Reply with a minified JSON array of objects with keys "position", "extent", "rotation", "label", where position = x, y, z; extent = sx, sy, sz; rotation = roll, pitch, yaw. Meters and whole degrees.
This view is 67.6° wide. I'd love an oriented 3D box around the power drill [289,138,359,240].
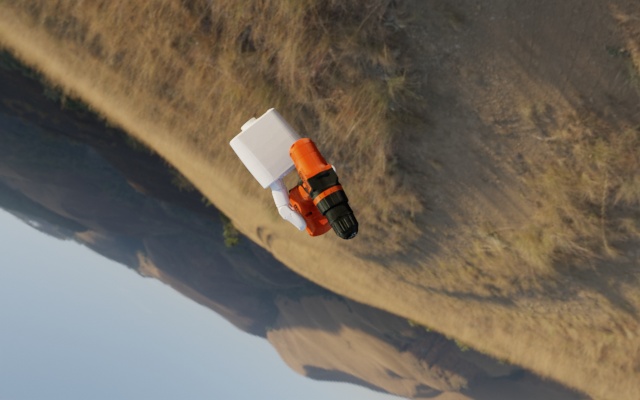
[{"position":[0.000,0.003,0.837],"extent":[0.057,0.184,0.188],"rotation":[-24,-15,-16],"label":"power drill"}]
